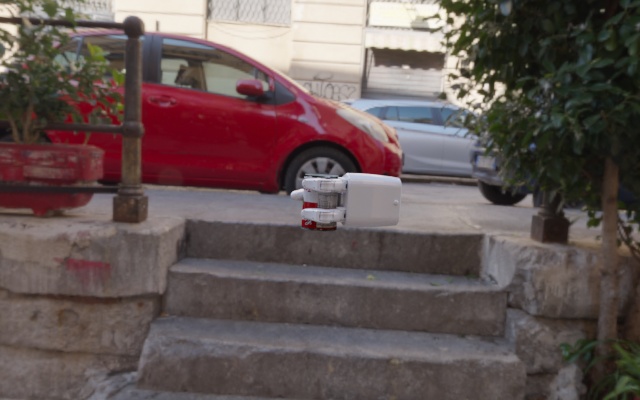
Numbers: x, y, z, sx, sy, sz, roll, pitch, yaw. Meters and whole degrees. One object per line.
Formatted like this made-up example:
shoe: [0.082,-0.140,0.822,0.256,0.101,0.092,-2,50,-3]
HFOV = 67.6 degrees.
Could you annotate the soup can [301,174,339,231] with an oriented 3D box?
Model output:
soup can: [0.000,0.003,0.899,0.068,0.102,0.068,3,6,0]
